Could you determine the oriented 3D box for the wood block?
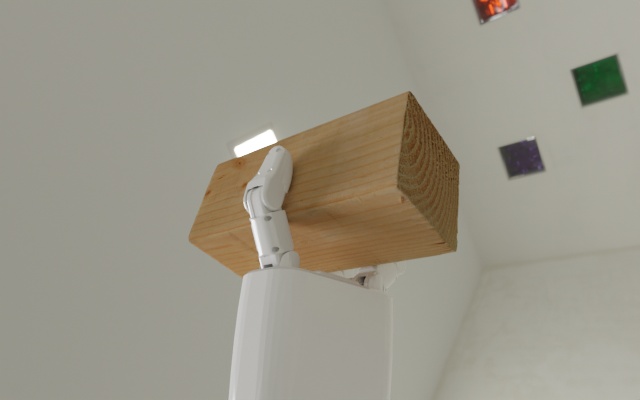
[{"bbox_3d":[0.000,0.001,0.401,0.206,0.090,0.091,-15,-44,35],"label":"wood block"}]
